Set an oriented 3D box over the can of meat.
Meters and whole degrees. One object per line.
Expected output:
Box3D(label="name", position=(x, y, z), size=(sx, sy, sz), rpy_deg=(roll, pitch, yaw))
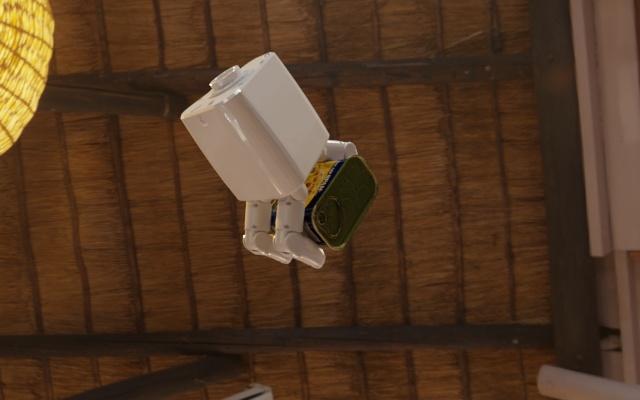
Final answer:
Box3D(label="can of meat", position=(0.000, 0.002, 0.515), size=(0.084, 0.102, 0.057), rpy_deg=(-2, -46, 47))
